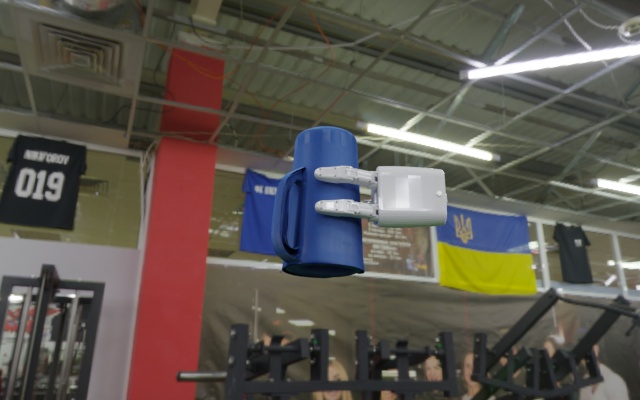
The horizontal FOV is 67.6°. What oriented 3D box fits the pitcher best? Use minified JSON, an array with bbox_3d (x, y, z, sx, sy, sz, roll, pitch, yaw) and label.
[{"bbox_3d":[0.000,0.003,0.789,0.145,0.242,0.149,1,-18,0],"label":"pitcher"}]
